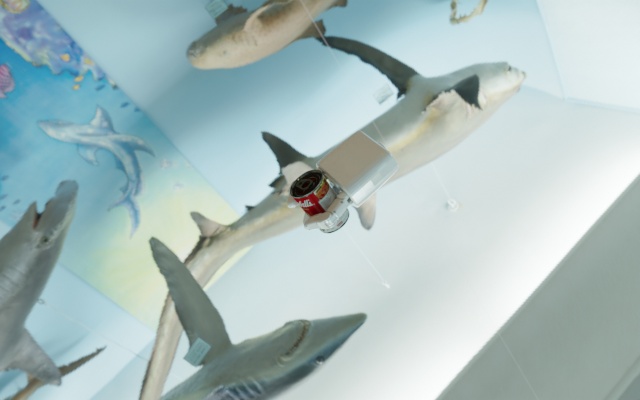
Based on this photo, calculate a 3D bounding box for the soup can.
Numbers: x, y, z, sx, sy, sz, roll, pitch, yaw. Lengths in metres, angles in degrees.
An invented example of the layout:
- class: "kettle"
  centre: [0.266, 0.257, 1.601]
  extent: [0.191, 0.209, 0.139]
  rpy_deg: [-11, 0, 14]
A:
- class: "soup can"
  centre: [0.000, 0.003, 0.863]
  extent: [0.068, 0.068, 0.102]
  rpy_deg: [0, -41, 43]
